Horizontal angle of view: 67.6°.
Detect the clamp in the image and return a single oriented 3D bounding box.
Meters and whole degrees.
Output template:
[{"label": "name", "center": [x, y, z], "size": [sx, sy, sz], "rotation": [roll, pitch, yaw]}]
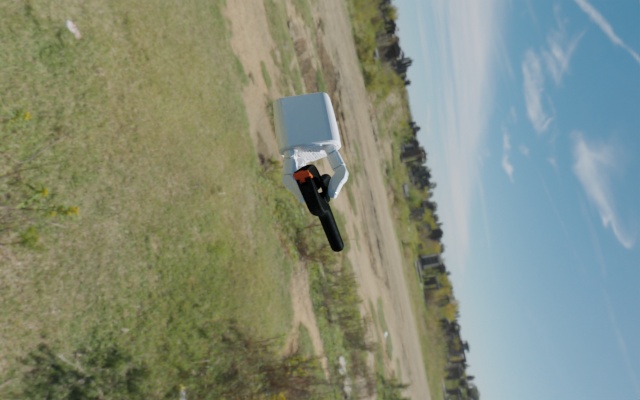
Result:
[{"label": "clamp", "center": [0.001, 0.002, 0.864], "size": [0.036, 0.164, 0.210], "rotation": [-16, -17, 11]}]
